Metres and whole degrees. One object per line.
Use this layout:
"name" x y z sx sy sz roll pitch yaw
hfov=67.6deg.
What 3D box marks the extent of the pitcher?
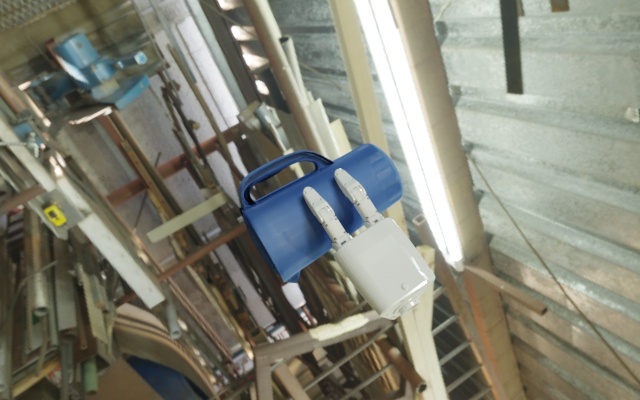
"pitcher" 0.000 0.003 0.748 0.243 0.145 0.149 -32 -28 -11
